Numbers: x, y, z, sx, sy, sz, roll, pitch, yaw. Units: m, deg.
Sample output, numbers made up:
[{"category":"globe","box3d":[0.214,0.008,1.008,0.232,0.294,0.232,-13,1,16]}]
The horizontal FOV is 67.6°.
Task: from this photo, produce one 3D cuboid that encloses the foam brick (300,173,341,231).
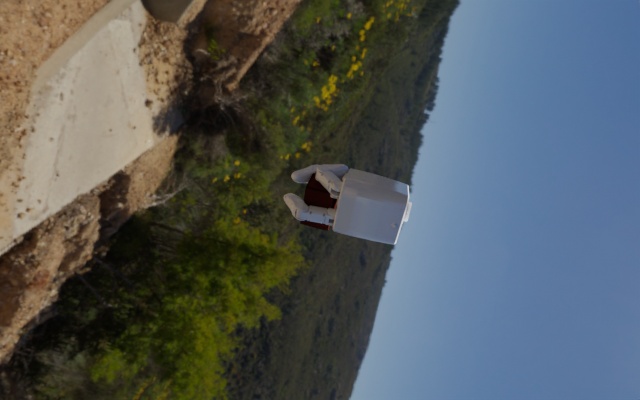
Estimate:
[{"category":"foam brick","box3d":[0.000,0.003,0.812,0.051,0.078,0.053,14,34,6]}]
